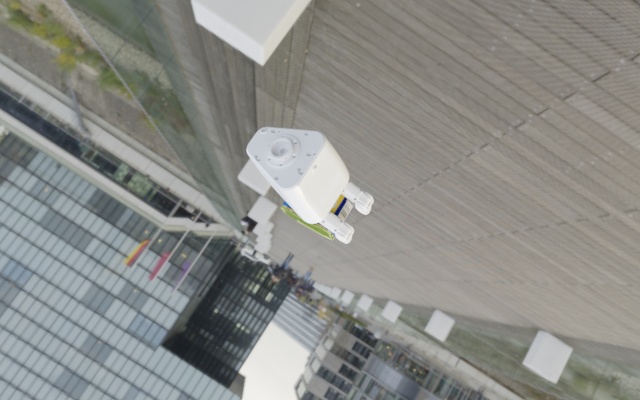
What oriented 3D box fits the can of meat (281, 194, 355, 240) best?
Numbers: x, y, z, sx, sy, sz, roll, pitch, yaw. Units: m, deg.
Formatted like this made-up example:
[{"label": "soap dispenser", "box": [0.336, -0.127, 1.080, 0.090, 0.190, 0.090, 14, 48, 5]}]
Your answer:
[{"label": "can of meat", "box": [0.000, 0.003, 0.749, 0.102, 0.084, 0.057, 27, -13, 26]}]
